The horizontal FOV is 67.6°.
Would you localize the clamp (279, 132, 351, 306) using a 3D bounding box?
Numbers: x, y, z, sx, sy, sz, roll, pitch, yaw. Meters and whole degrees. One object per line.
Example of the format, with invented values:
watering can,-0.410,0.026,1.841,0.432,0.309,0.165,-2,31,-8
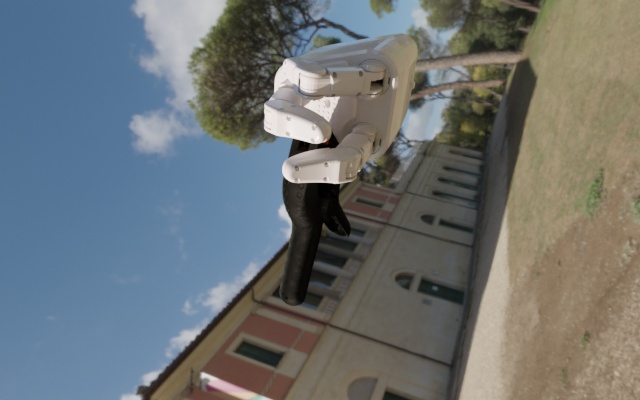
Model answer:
clamp,-0.001,0.001,0.442,0.039,0.172,0.120,16,32,16
